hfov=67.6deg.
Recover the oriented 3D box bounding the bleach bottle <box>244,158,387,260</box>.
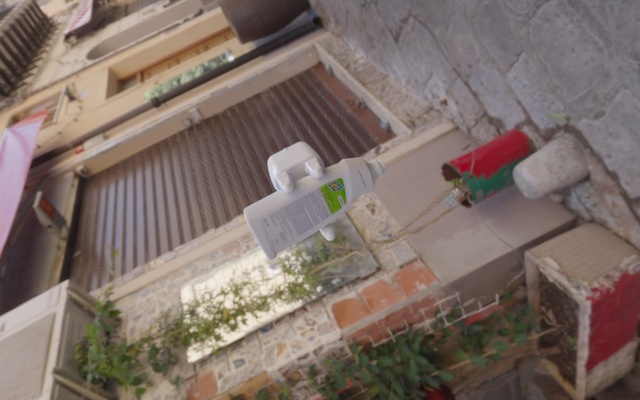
[{"bbox_3d":[0.000,0.003,0.827,0.251,0.103,0.068,-26,28,-2],"label":"bleach bottle"}]
